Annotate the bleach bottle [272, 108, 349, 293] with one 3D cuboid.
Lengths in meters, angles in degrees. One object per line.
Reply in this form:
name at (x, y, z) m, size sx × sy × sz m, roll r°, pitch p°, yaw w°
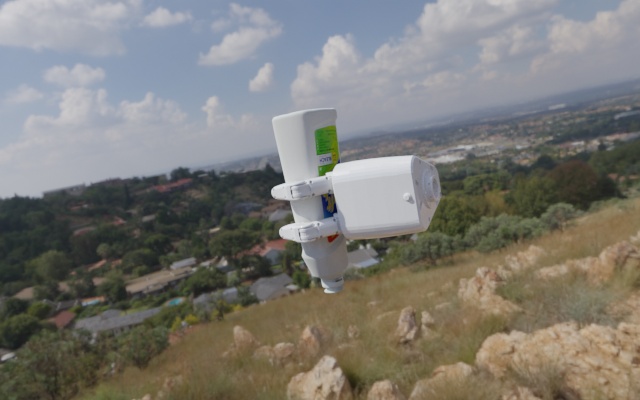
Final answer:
bleach bottle at (0.000, 0.002, 0.666) m, size 0.068 × 0.251 × 0.102 m, roll -7°, pitch 8°, yaw 30°
